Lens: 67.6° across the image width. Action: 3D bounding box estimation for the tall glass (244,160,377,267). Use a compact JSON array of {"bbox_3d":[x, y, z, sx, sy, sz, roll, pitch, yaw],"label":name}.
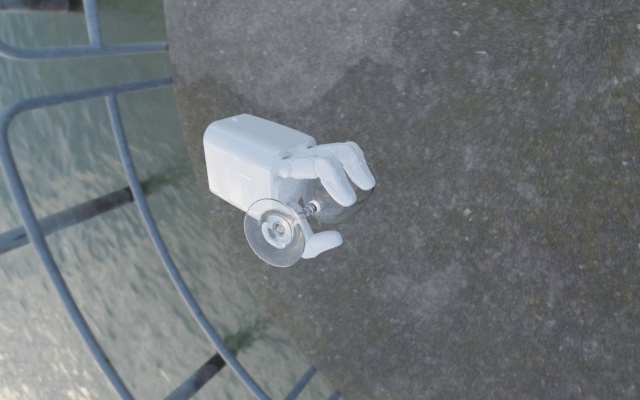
[{"bbox_3d":[0.000,0.002,0.562,0.079,0.079,0.201,0,18,31],"label":"tall glass"}]
